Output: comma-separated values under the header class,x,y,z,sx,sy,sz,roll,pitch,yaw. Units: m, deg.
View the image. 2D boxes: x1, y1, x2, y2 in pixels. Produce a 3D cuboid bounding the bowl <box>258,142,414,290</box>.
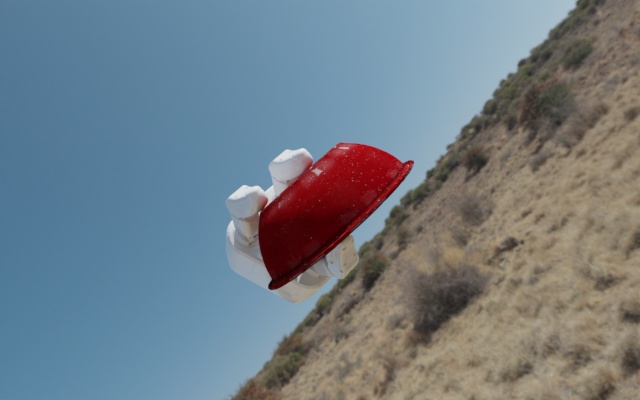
class,x,y,z,sx,sy,sz,roll,pitch,yaw
bowl,0.000,0.000,0.404,0.162,0.055,0.162,-41,3,3
